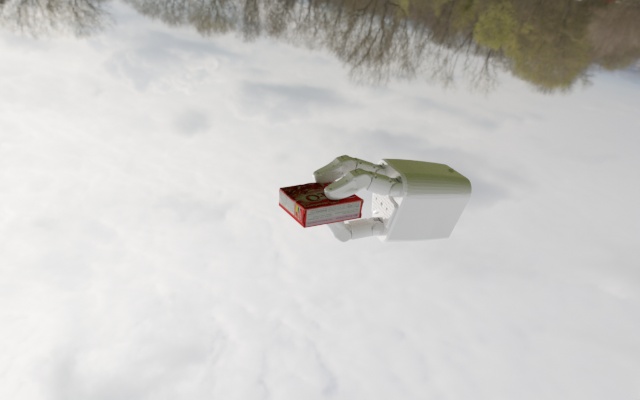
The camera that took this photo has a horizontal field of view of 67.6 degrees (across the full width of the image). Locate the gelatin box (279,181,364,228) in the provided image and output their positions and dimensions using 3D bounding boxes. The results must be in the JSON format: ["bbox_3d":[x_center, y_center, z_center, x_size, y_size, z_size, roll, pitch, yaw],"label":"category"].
[{"bbox_3d":[0.000,0.003,0.625,0.089,0.030,0.073,-9,28,-29],"label":"gelatin box"}]
